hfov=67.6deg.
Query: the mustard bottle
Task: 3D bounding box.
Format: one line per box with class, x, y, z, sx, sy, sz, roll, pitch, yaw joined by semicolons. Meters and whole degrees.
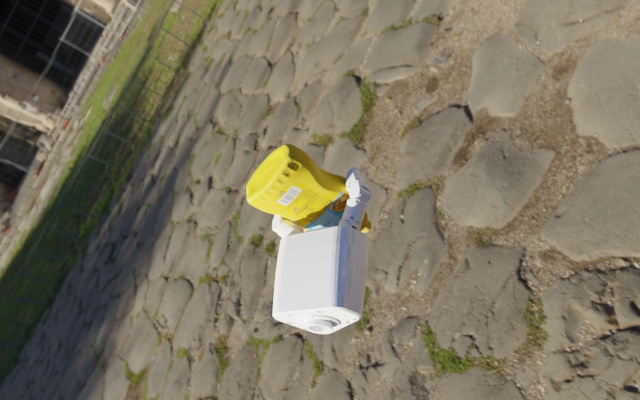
mustard bottle;0.000;0.002;0.662;0.192;0.058;0.096;29;-61;-33
